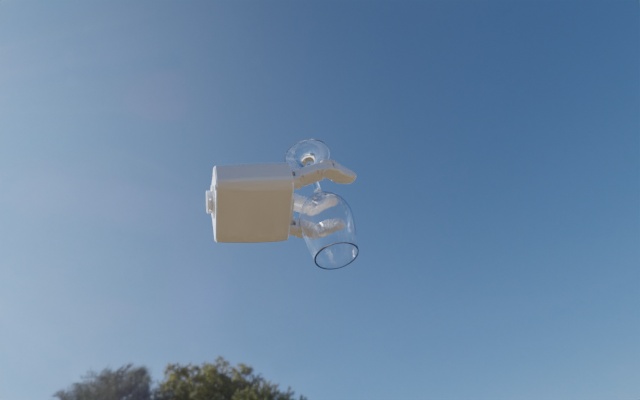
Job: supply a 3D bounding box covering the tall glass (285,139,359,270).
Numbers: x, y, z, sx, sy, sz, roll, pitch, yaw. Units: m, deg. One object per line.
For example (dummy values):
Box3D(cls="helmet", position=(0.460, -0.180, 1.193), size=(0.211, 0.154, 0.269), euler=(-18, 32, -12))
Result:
Box3D(cls="tall glass", position=(0.000, 0.002, 0.705), size=(0.079, 0.201, 0.079), euler=(-10, -40, -9))
